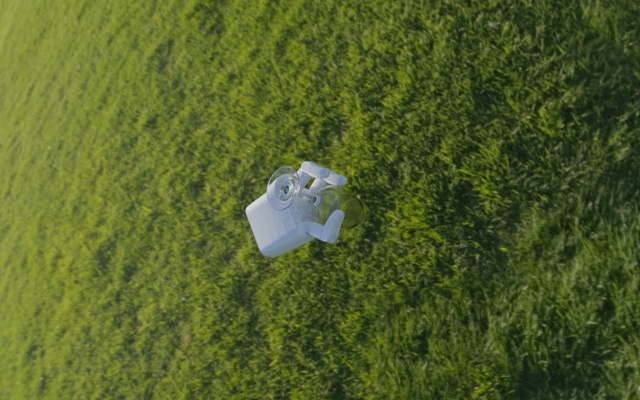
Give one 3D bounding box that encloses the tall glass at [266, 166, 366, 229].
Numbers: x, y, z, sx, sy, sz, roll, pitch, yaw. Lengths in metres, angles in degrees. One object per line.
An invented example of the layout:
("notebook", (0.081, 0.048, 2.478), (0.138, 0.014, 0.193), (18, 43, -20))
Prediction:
("tall glass", (0.000, 0.003, 0.852), (0.079, 0.079, 0.201), (0, -13, 41))
